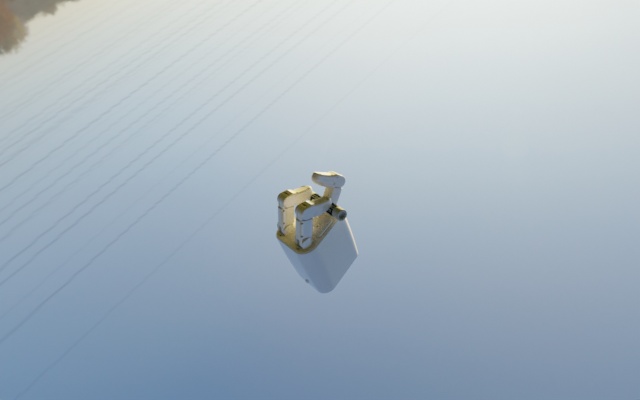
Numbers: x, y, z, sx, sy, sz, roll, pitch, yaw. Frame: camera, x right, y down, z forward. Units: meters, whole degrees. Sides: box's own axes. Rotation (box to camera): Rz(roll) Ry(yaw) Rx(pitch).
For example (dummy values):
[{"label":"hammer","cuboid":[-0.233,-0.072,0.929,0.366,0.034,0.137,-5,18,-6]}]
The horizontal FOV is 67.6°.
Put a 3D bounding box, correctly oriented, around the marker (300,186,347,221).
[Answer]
[{"label":"marker","cuboid":[0.000,0.002,0.775,0.020,0.020,0.121,0,20,-36]}]
